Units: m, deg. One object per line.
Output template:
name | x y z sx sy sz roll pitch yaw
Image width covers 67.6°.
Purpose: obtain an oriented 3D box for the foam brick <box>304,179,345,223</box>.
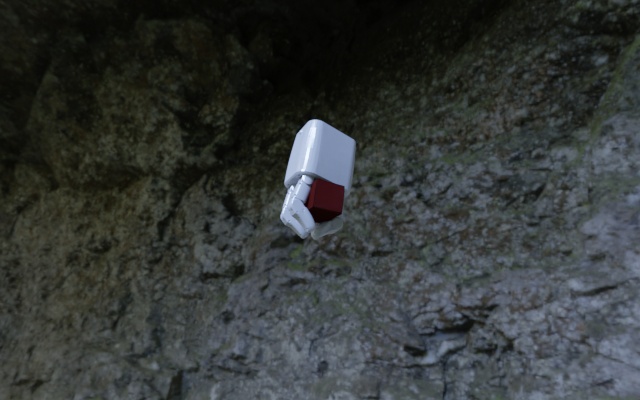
foam brick | 0.000 0.003 0.808 0.053 0.051 0.078 16 -21 -19
